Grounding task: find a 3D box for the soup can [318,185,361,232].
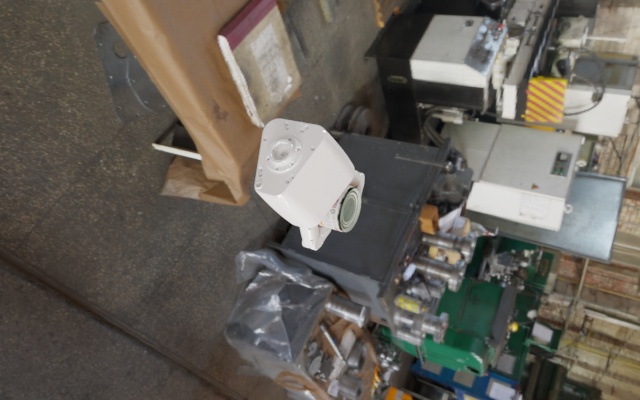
[{"bbox_3d":[0.001,0.003,0.700,0.102,0.068,0.068,14,7,27],"label":"soup can"}]
